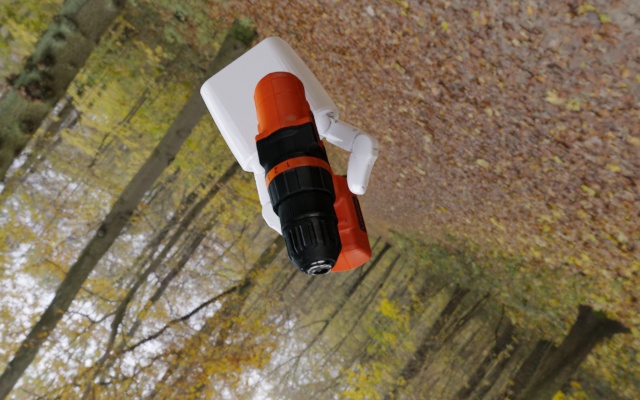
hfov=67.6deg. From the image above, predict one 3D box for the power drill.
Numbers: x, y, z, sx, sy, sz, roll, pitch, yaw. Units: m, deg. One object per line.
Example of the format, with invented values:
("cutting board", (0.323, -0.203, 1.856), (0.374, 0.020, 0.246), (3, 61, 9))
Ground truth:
("power drill", (0.000, 0.001, 0.438), (0.057, 0.184, 0.188), (-16, -29, 8))
